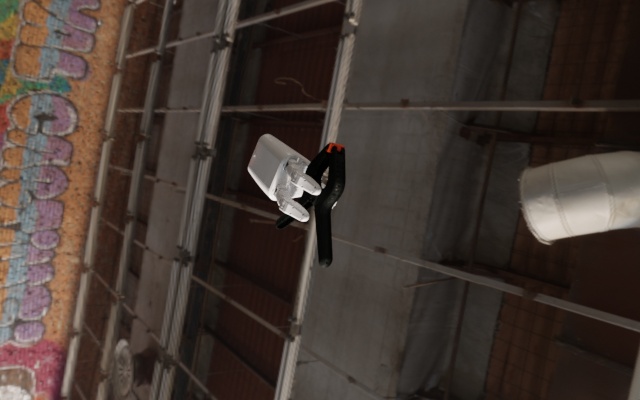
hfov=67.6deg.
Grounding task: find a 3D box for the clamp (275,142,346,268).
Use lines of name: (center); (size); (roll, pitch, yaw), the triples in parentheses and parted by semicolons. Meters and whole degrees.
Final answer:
clamp: (0.001, 0.002, 0.847); (0.036, 0.210, 0.164); (6, 26, -42)
